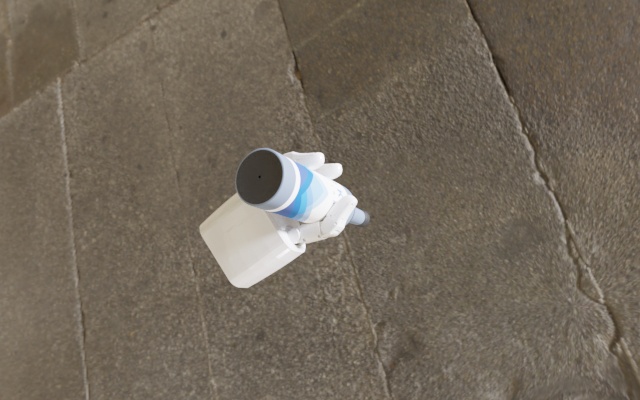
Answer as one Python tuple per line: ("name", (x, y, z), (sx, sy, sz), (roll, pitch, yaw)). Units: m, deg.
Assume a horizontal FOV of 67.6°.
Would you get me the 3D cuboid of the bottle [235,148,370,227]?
("bottle", (0.000, 0.002, 0.652), (0.069, 0.069, 0.296), (0, -11, 28))
